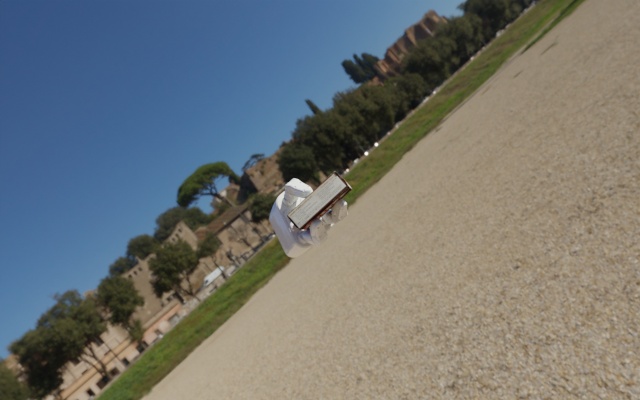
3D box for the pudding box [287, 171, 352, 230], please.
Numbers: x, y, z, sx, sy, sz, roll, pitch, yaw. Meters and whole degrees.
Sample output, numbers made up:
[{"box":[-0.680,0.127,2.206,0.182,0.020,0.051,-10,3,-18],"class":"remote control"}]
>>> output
[{"box":[0.000,0.003,0.824,0.113,0.039,0.090,-44,-6,4],"class":"pudding box"}]
